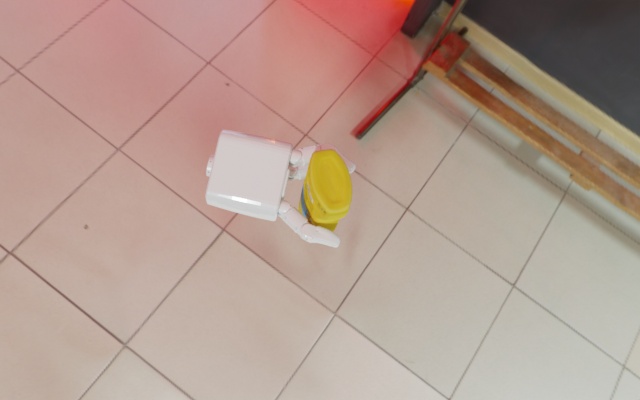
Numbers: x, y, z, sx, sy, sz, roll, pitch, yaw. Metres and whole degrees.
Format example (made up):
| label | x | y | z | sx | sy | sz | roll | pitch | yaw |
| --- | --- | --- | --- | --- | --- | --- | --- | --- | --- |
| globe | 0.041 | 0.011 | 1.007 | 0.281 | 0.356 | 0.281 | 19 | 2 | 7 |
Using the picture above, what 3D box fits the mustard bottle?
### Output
| label | x | y | z | sx | sy | sz | roll | pitch | yaw |
| --- | --- | --- | --- | --- | --- | --- | --- | --- | --- |
| mustard bottle | 0.000 | 0.002 | 0.733 | 0.058 | 0.096 | 0.192 | -11 | -17 | -13 |
